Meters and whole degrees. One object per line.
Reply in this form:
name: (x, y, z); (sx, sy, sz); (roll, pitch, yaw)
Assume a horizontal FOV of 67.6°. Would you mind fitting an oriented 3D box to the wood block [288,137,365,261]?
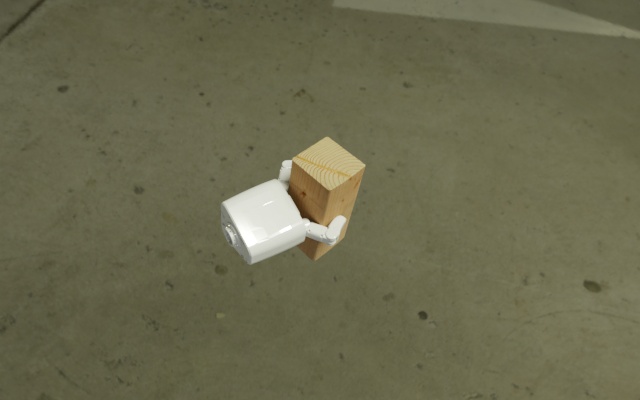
wood block: (0.000, 0.003, 0.855); (0.090, 0.206, 0.090); (40, 56, 21)
